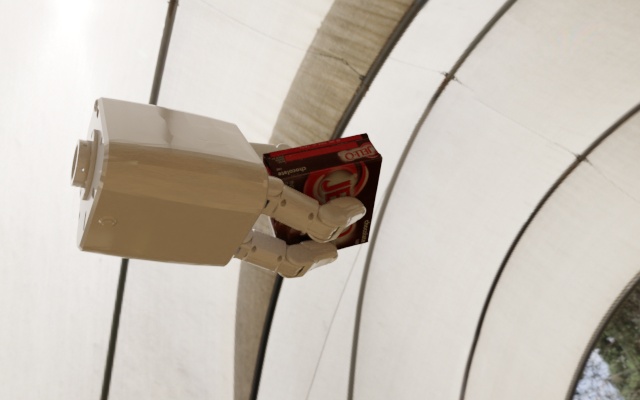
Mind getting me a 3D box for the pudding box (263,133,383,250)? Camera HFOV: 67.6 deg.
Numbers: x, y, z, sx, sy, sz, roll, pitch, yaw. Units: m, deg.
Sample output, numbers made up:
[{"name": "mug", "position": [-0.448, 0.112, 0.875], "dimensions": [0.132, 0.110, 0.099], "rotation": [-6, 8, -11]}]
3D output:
[{"name": "pudding box", "position": [0.000, 0.001, 0.408], "dimensions": [0.090, 0.039, 0.114], "rotation": [-13, -38, -13]}]
